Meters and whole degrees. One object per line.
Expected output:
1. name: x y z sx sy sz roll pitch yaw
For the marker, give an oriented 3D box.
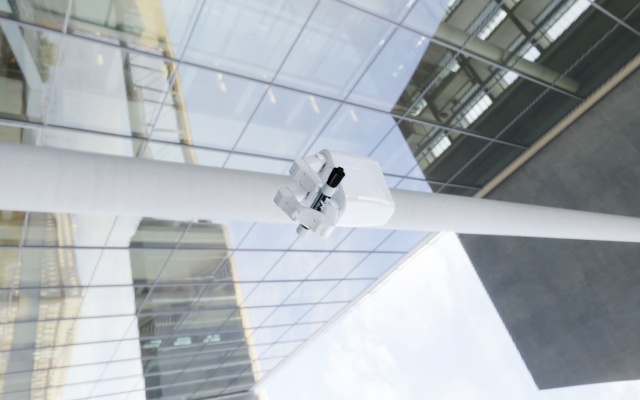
1. marker: 0.000 0.002 0.651 0.020 0.121 0.020 22 33 -15
